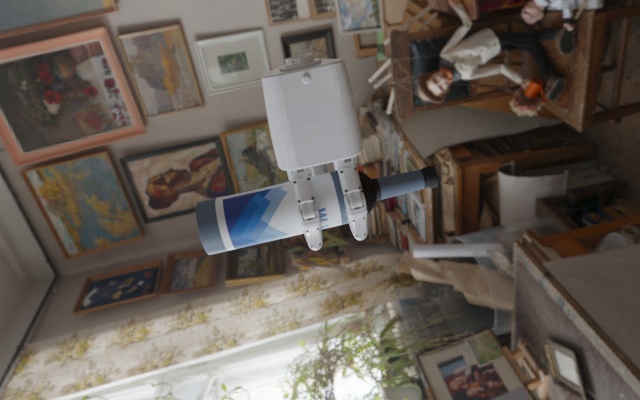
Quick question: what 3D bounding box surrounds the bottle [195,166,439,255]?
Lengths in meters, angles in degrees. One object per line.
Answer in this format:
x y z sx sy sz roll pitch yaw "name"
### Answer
0.000 0.002 0.591 0.296 0.069 0.069 -13 1 -3 "bottle"
